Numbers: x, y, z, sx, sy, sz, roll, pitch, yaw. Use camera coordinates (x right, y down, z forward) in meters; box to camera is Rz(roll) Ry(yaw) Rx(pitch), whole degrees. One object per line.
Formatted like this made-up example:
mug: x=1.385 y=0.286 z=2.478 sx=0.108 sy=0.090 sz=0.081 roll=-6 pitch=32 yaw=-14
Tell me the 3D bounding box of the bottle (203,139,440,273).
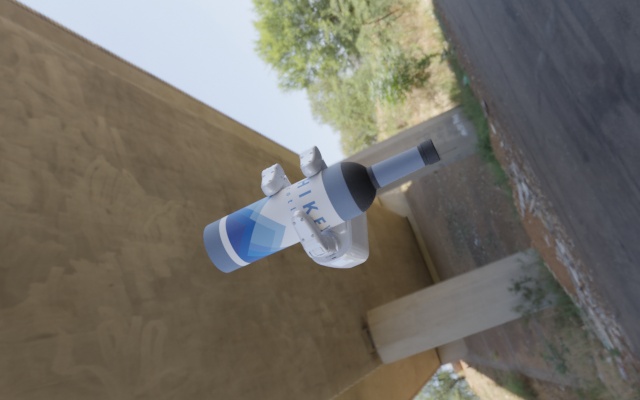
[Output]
bottle: x=0.000 y=0.002 z=0.574 sx=0.296 sy=0.069 sz=0.069 roll=-25 pitch=-6 yaw=14
